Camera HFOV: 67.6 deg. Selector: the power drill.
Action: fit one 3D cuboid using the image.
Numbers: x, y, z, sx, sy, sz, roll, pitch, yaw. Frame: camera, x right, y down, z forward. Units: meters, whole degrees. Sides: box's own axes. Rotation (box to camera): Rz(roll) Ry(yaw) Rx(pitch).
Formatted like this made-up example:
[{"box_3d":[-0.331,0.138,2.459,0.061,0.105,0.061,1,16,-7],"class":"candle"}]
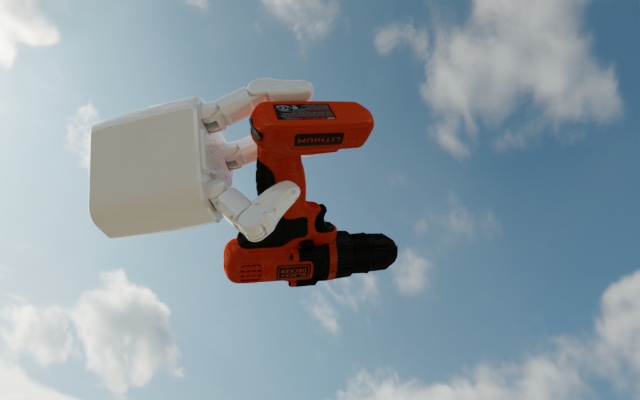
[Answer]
[{"box_3d":[0.000,0.001,0.460,0.184,0.188,0.057,-3,32,-16],"class":"power drill"}]
